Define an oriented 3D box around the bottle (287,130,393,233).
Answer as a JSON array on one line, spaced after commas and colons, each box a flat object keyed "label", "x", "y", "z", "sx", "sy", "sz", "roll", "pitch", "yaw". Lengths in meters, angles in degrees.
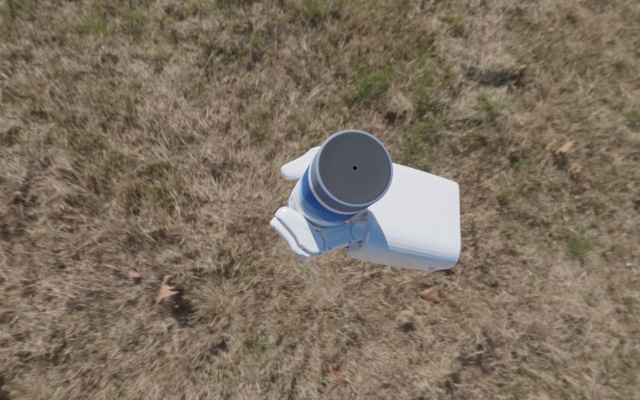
[{"label": "bottle", "x": 0.000, "y": 0.002, "z": 0.533, "sx": 0.069, "sy": 0.069, "sz": 0.296, "roll": 0, "pitch": -11, "yaw": -11}]
